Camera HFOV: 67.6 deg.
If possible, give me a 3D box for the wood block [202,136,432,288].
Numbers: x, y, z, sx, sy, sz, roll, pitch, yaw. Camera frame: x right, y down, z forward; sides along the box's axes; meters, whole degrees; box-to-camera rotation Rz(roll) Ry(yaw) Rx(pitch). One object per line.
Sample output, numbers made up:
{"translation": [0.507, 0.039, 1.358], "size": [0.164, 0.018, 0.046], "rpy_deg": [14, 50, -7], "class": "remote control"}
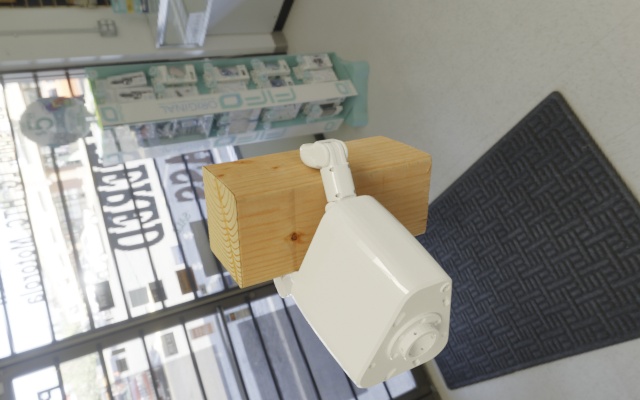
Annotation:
{"translation": [0.000, 0.001, 0.475], "size": [0.206, 0.091, 0.090], "rpy_deg": [-13, 26, -27], "class": "wood block"}
